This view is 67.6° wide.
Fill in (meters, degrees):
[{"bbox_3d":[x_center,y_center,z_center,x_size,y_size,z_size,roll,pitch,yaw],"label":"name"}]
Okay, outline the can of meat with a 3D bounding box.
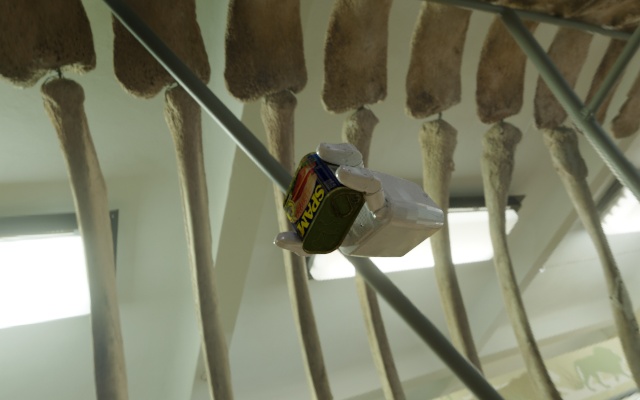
[{"bbox_3d":[0.000,0.002,0.598,0.057,0.102,0.084,6,34,-34],"label":"can of meat"}]
